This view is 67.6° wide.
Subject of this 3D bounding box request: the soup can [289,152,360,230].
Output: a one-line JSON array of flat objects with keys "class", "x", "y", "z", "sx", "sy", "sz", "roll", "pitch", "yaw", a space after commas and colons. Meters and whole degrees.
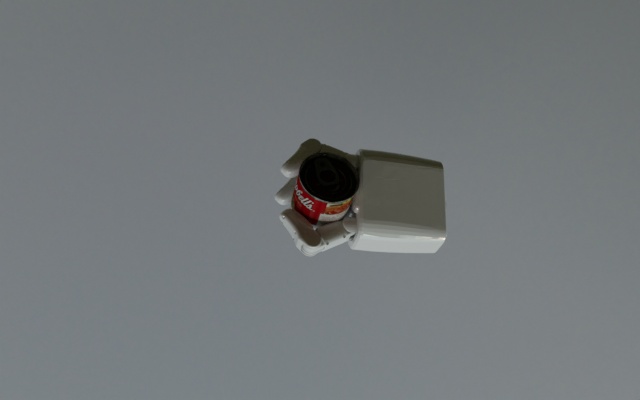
[{"class": "soup can", "x": 0.000, "y": 0.002, "z": 0.558, "sx": 0.068, "sy": 0.068, "sz": 0.102, "roll": 0, "pitch": -34, "yaw": -14}]
